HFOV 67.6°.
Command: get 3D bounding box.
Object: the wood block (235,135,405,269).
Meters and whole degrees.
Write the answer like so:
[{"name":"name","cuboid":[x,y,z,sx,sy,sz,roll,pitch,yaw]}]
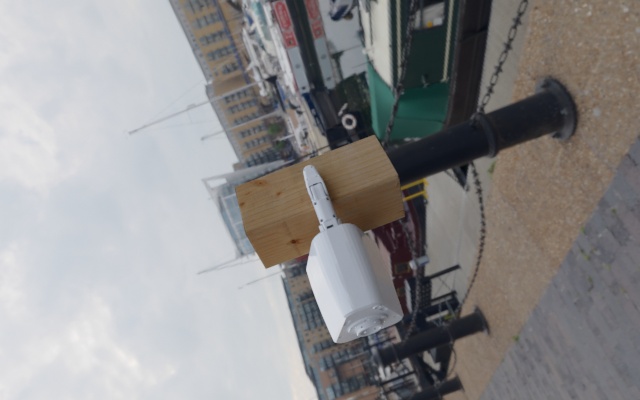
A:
[{"name":"wood block","cuboid":[0.000,0.002,0.656,0.206,0.090,0.091,-21,-42,-1]}]
